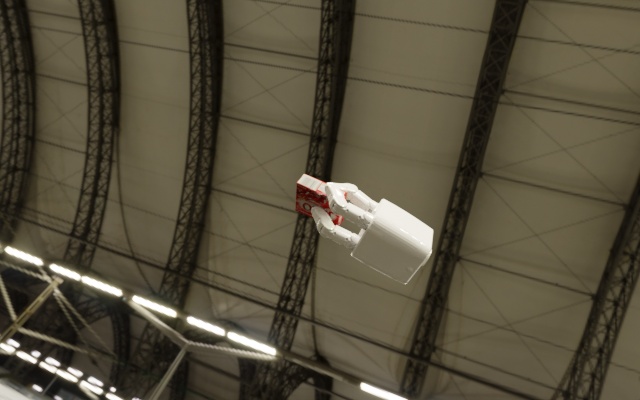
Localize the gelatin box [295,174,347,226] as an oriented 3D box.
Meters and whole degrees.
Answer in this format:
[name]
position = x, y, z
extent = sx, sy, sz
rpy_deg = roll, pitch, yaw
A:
[gelatin box]
position = 0.000, 0.002, 0.843
extent = 0.089, 0.073, 0.030
rpy_deg = 24, 50, 16
